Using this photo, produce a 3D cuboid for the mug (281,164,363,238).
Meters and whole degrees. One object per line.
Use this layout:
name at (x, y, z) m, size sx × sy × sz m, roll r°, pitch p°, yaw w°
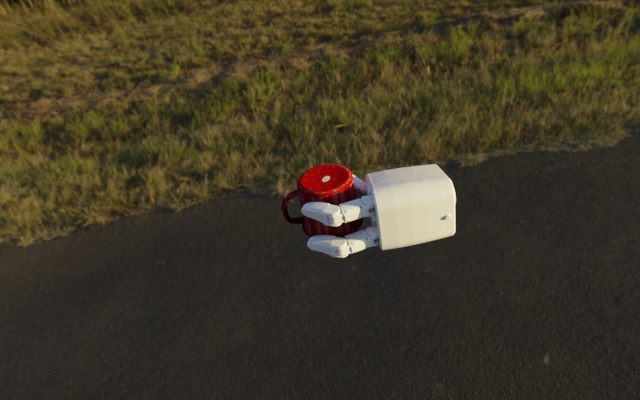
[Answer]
mug at (-0.001, 0.002, 0.701) m, size 0.117 × 0.082 × 0.093 m, roll -11°, pitch 34°, yaw 1°
